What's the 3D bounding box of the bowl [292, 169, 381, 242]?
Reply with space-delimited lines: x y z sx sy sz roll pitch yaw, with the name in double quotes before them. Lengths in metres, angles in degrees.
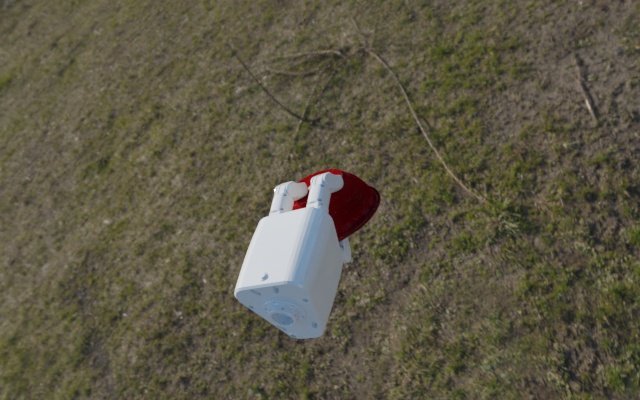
"bowl" 0.000 0.001 0.675 0.162 0.055 0.162 -22 24 10
